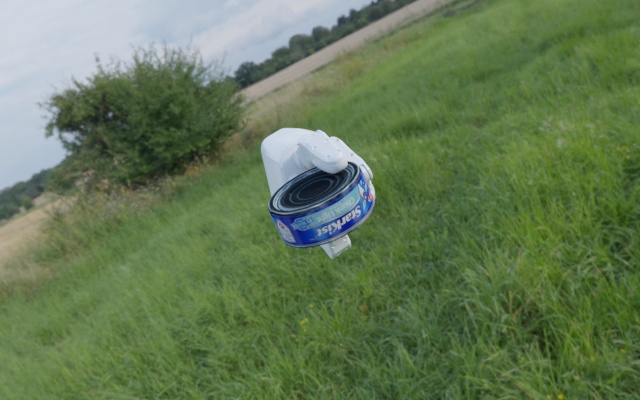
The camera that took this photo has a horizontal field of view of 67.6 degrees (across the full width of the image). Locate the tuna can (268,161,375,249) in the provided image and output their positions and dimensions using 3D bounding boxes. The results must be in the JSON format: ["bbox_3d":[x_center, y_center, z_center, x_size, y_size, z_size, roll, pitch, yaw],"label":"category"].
[{"bbox_3d":[0.000,0.001,0.402,0.086,0.034,0.086,-21,24,10],"label":"tuna can"}]
